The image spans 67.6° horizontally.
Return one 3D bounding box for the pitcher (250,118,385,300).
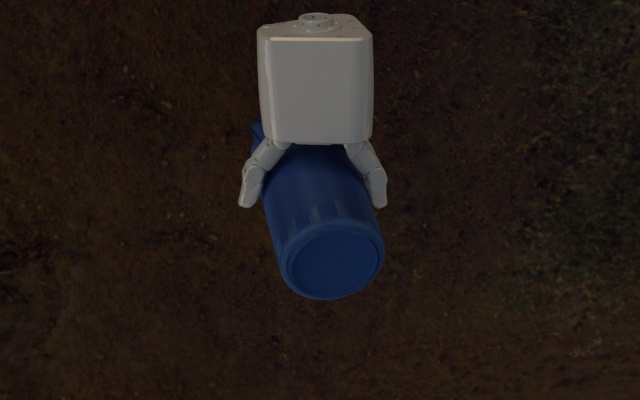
[{"bbox_3d":[0.000,0.002,0.569,0.149,0.145,0.242,-6,35,-9],"label":"pitcher"}]
